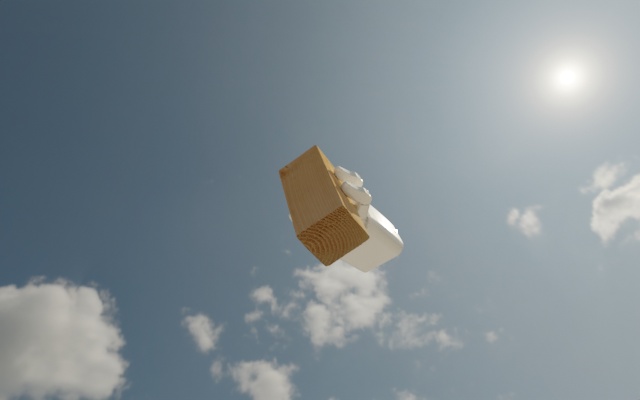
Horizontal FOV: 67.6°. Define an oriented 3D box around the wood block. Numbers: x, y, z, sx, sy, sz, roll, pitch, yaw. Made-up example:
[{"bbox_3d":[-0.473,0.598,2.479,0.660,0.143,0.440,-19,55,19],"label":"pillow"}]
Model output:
[{"bbox_3d":[0.000,0.003,0.834,0.091,0.090,0.206,-35,34,9],"label":"wood block"}]
